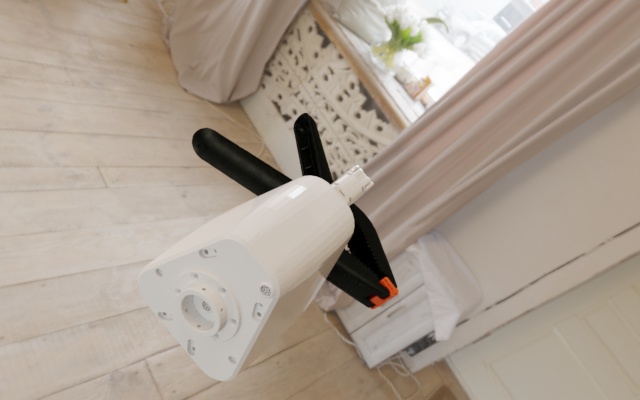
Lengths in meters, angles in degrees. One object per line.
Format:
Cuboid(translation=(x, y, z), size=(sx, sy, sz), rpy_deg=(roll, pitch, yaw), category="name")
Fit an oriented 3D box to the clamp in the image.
Cuboid(translation=(0.001, 0.001, 0.439), size=(0.036, 0.210, 0.164), rpy_deg=(-42, -3, 34), category="clamp")
